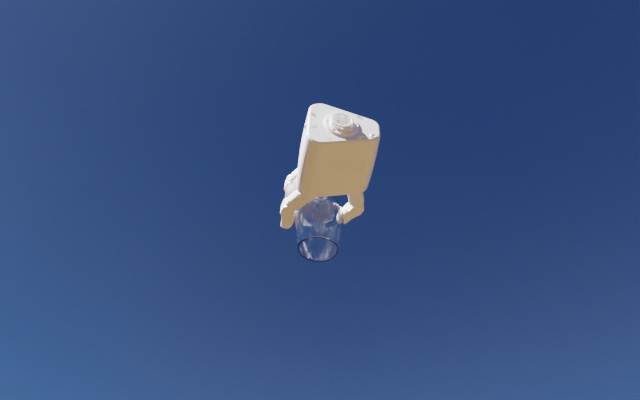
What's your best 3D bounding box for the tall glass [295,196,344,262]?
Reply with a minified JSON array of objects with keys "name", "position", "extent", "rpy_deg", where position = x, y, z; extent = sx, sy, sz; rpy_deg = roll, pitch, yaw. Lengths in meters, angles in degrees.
[{"name":"tall glass","position":[0.000,0.002,0.789],"extent":[0.079,0.200,0.079],"rpy_deg":[2,-43,2]}]
